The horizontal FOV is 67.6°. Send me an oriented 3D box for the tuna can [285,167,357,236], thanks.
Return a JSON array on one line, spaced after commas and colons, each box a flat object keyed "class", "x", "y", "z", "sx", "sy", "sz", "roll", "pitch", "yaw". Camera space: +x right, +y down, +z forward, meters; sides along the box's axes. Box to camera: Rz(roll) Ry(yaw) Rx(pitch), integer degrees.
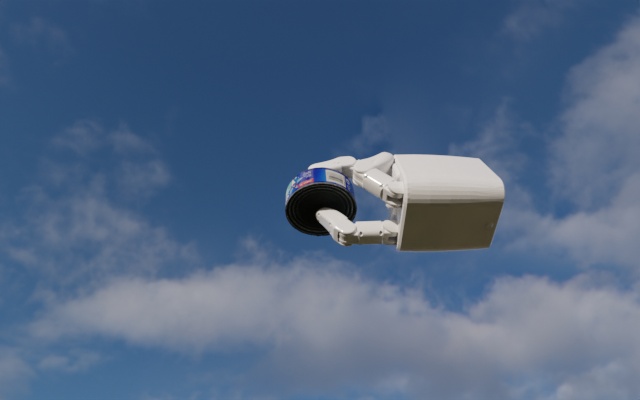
[{"class": "tuna can", "x": 0.000, "y": 0.002, "z": 0.580, "sx": 0.086, "sy": 0.086, "sz": 0.033, "roll": 0, "pitch": 42, "yaw": -3}]
